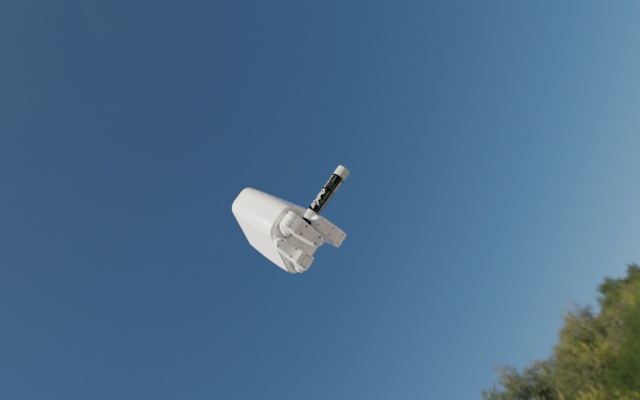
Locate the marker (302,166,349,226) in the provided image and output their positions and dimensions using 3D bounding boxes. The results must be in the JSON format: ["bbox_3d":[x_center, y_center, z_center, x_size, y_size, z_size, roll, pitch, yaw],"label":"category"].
[{"bbox_3d":[0.000,0.002,0.680,0.020,0.121,0.020,34,-13,9],"label":"marker"}]
